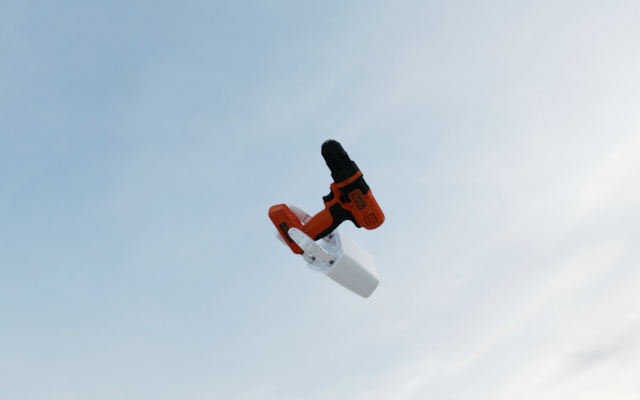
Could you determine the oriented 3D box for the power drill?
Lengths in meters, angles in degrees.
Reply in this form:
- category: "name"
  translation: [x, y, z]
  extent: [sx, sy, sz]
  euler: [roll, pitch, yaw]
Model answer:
- category: "power drill"
  translation: [0.000, 0.003, 0.875]
  extent: [0.188, 0.184, 0.057]
  euler: [-28, 11, 17]
